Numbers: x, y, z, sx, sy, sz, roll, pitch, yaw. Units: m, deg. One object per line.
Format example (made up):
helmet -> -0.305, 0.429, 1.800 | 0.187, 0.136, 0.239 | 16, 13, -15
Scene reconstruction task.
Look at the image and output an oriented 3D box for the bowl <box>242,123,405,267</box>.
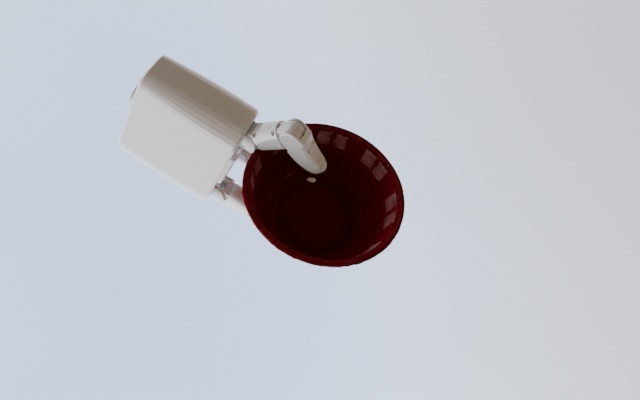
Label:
bowl -> 0.001, 0.003, 0.483 | 0.162, 0.162, 0.055 | 0, -30, -14
